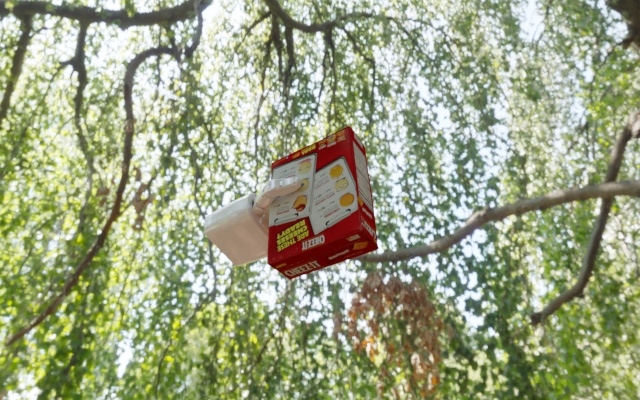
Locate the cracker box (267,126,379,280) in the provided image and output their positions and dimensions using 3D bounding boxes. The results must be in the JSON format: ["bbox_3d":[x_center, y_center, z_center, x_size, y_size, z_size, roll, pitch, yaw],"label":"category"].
[{"bbox_3d":[0.000,0.002,0.777,0.164,0.213,0.072,-22,-42,23],"label":"cracker box"}]
